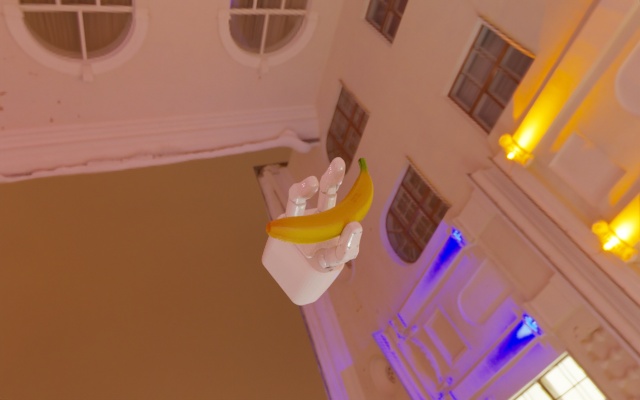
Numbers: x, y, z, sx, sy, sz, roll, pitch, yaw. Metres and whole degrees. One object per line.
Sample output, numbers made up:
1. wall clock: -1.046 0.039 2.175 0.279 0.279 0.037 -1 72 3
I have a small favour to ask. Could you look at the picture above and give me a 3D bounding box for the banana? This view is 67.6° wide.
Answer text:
1. banana: 0.014 0.014 0.625 0.197 0.069 0.037 -36 -8 -39
